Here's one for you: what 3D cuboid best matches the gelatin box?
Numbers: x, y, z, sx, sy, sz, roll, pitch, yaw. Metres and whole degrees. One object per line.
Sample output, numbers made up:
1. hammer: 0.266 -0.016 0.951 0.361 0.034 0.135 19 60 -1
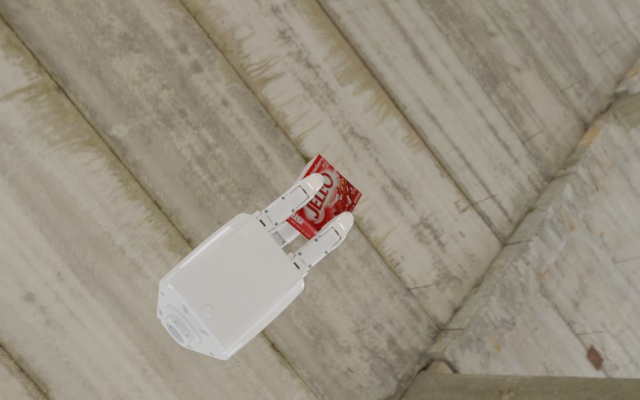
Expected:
1. gelatin box: 0.000 0.002 0.551 0.073 0.089 0.030 42 -40 -12
